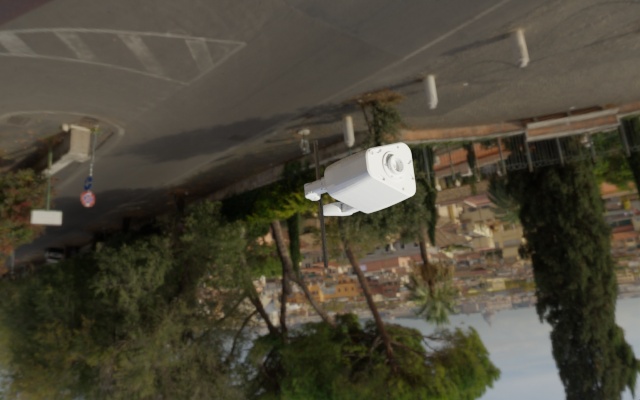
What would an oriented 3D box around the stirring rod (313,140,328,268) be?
[{"bbox_3d":[0.000,0.003,0.879,0.011,0.239,0.011,-5,-14,-1],"label":"stirring rod"}]
